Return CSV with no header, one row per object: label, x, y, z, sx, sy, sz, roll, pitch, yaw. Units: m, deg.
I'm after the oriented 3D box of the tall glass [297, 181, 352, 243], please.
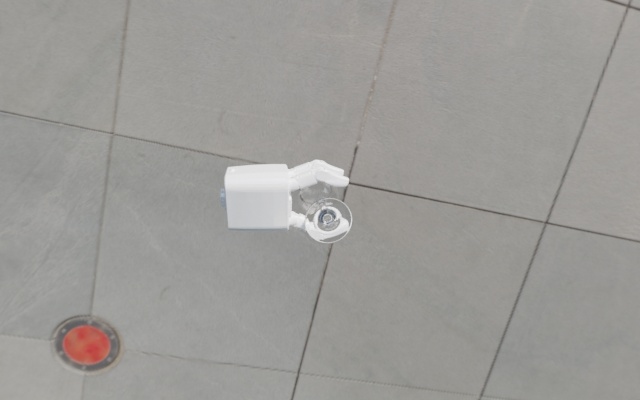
tall glass,0.000,0.003,0.829,0.079,0.079,0.201,0,17,-7
